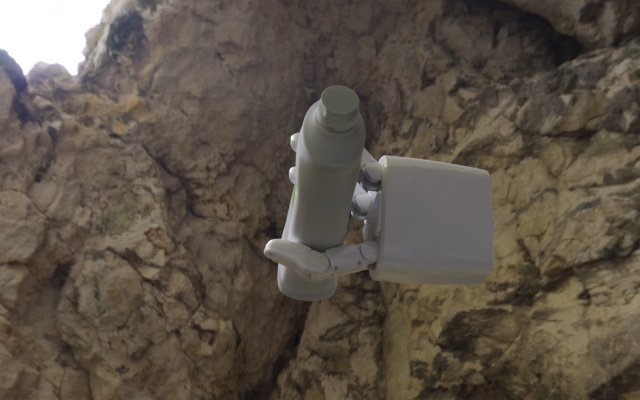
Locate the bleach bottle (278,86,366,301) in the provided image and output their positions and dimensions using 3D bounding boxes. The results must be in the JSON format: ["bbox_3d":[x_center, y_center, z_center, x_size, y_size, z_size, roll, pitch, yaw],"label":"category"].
[{"bbox_3d":[0.000,0.001,0.444,0.068,0.102,0.251,5,-33,-4],"label":"bleach bottle"}]
